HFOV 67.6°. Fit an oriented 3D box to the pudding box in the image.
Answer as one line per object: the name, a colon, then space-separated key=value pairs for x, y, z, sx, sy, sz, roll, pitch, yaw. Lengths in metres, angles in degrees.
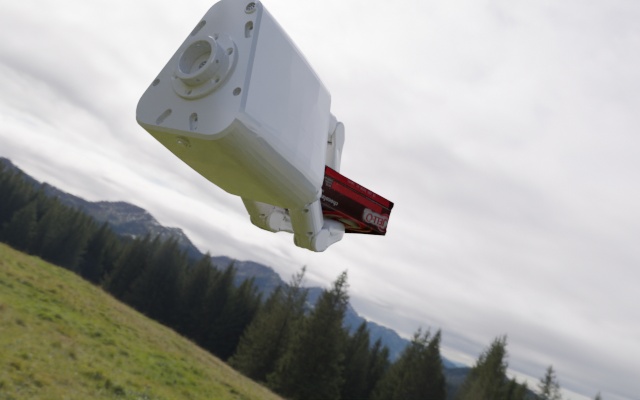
pudding box: x=0.000 y=0.001 z=0.459 sx=0.090 sy=0.039 sz=0.113 roll=28 pitch=-14 yaw=-30
